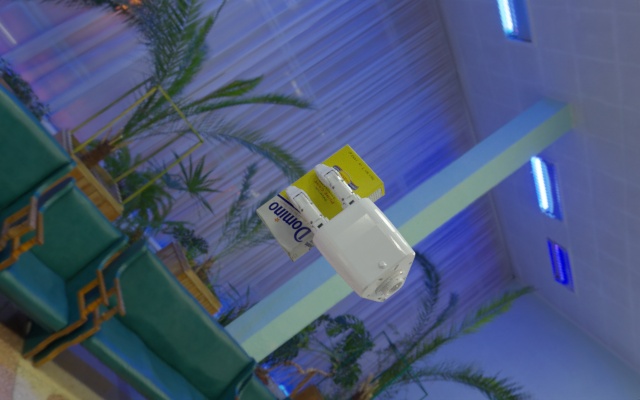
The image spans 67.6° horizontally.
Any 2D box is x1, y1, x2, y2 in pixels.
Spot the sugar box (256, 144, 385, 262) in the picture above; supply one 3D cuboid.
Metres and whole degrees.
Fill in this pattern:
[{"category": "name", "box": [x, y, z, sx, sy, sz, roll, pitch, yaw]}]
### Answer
[{"category": "sugar box", "box": [0.000, 0.002, 0.724, 0.176, 0.093, 0.048, -36, -27, -9]}]
